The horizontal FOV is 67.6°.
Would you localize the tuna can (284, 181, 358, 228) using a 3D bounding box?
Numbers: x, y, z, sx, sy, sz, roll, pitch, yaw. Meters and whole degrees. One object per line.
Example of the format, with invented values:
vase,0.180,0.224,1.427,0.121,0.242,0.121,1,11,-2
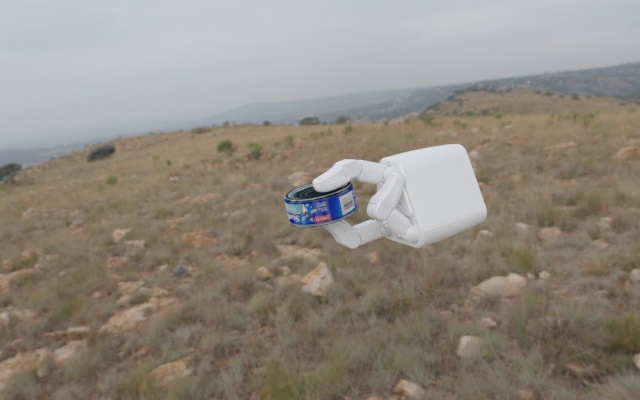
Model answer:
tuna can,0.000,0.001,0.576,0.086,0.034,0.086,-12,15,3
